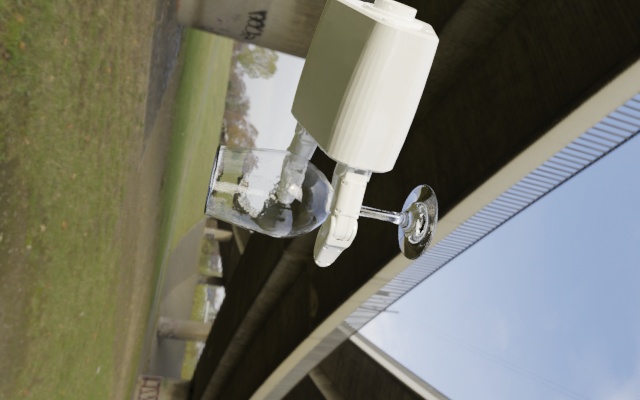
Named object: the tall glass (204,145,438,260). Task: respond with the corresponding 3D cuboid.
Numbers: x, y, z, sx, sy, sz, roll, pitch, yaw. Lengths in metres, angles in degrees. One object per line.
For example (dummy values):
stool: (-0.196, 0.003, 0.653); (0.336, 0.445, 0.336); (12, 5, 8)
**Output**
tall glass: (0.001, 0.002, 0.437); (0.201, 0.079, 0.079); (11, -3, -15)
